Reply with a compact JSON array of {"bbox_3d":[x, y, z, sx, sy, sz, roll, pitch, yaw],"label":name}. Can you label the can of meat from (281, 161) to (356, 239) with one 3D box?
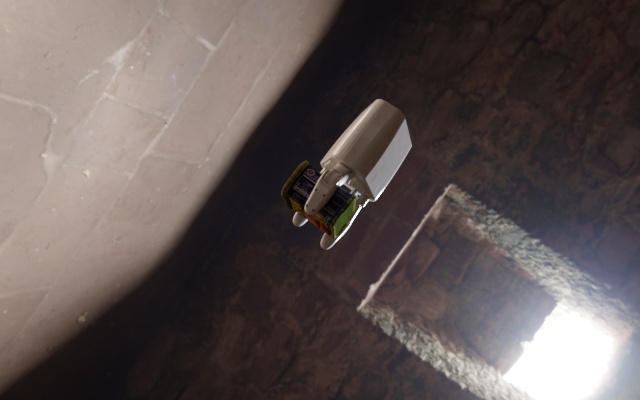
[{"bbox_3d":[0.000,0.002,0.654,0.084,0.057,0.102,35,-11,11],"label":"can of meat"}]
